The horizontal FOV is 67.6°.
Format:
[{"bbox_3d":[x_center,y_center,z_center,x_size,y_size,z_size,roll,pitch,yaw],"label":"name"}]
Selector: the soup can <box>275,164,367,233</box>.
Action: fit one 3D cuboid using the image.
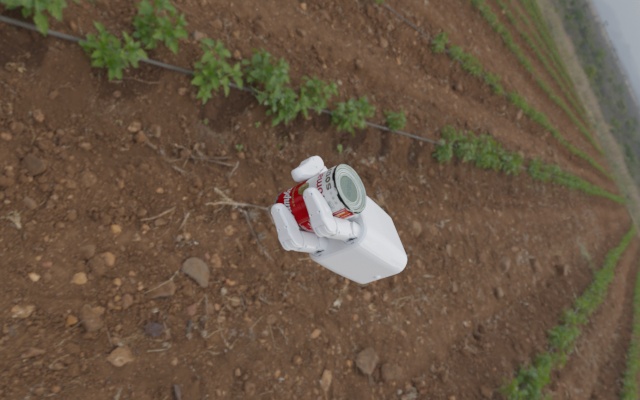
[{"bbox_3d":[0.000,0.002,0.620,0.102,0.068,0.068,-24,-14,33],"label":"soup can"}]
